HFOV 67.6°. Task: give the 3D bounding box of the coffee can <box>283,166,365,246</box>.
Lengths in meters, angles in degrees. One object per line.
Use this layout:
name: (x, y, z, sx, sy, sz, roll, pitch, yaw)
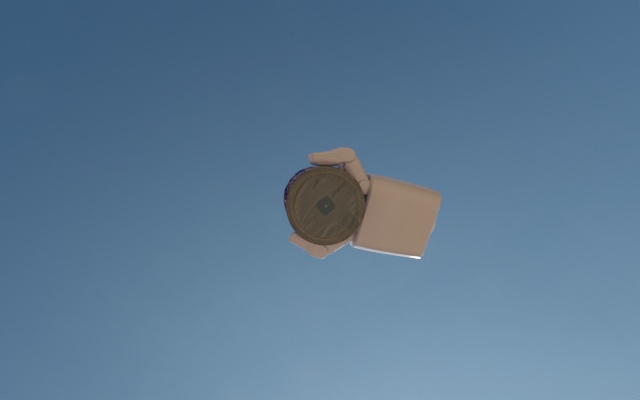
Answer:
coffee can: (0.000, 0.002, 0.679, 0.103, 0.103, 0.140, 0, 4, -6)
